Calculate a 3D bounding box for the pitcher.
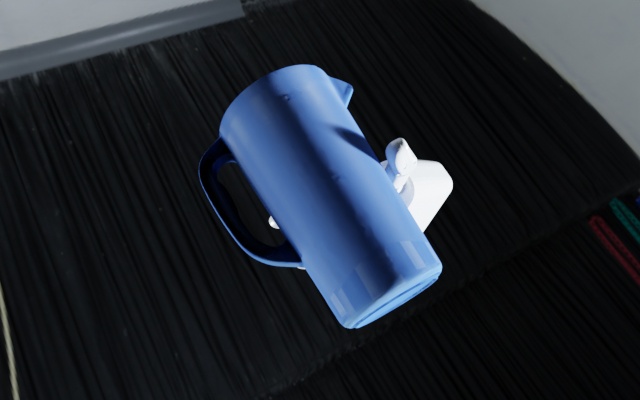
[{"bbox_3d":[0.000,0.001,0.473,0.145,0.242,0.149,-6,-31,-51],"label":"pitcher"}]
